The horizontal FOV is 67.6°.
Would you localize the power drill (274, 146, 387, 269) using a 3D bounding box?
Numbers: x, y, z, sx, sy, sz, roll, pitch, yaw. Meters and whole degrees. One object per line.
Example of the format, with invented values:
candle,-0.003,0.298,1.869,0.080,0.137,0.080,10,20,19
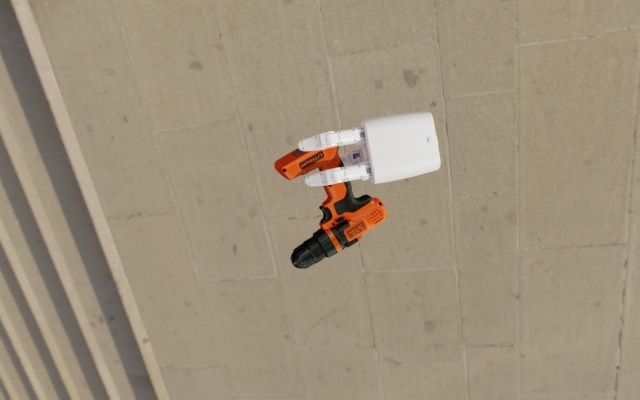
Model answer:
power drill,0.000,0.002,0.783,0.184,0.188,0.057,-33,24,-9
